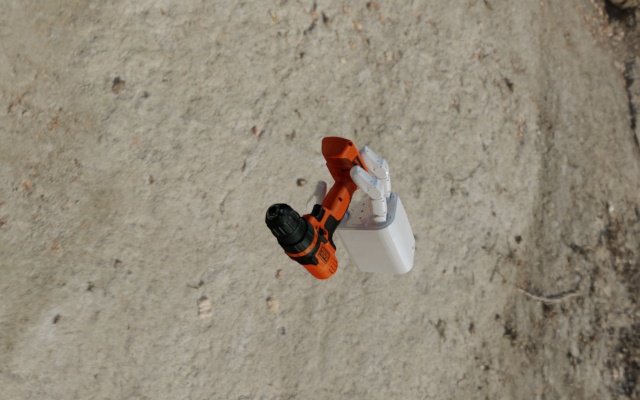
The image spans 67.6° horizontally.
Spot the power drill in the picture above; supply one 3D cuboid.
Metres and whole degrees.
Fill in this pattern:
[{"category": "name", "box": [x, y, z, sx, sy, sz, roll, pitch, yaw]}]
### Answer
[{"category": "power drill", "box": [0.000, 0.002, 0.692, 0.057, 0.187, 0.184, 13, -25, 30]}]
